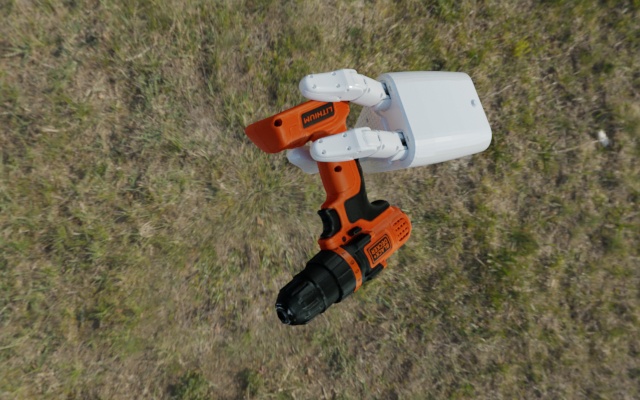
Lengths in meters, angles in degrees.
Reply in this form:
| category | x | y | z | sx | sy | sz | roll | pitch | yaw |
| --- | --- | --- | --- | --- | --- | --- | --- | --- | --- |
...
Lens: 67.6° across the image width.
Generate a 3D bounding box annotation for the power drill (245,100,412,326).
| category | x | y | z | sx | sy | sz | roll | pitch | yaw |
| --- | --- | --- | --- | --- | --- | --- | --- | --- | --- |
| power drill | 0.000 | 0.001 | 0.460 | 0.057 | 0.188 | 0.184 | -7 | 21 | 47 |
